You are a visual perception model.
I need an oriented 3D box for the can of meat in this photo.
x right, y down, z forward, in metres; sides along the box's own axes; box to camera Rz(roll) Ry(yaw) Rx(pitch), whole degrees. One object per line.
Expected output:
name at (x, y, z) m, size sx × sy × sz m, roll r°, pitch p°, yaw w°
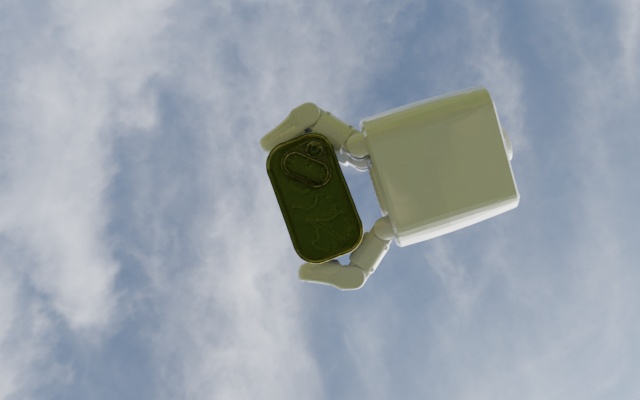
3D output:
can of meat at (0.000, 0.002, 0.416) m, size 0.057 × 0.102 × 0.084 m, roll -21°, pitch -8°, yaw 5°
